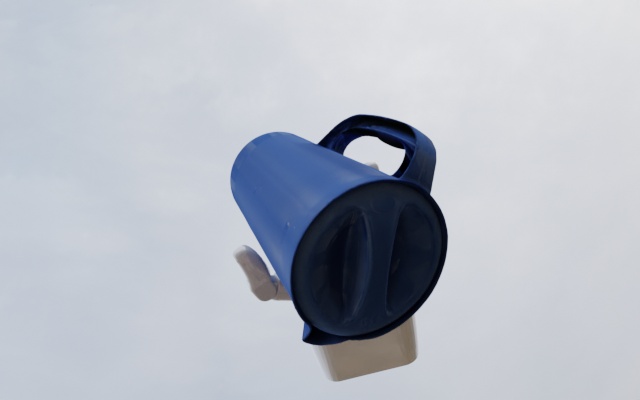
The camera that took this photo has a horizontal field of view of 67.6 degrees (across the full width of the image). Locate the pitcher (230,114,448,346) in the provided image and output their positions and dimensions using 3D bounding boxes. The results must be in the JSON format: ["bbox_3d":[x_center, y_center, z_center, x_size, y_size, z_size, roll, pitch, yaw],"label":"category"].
[{"bbox_3d":[0.000,0.002,0.448,0.149,0.145,0.242,-22,27,-16],"label":"pitcher"}]
